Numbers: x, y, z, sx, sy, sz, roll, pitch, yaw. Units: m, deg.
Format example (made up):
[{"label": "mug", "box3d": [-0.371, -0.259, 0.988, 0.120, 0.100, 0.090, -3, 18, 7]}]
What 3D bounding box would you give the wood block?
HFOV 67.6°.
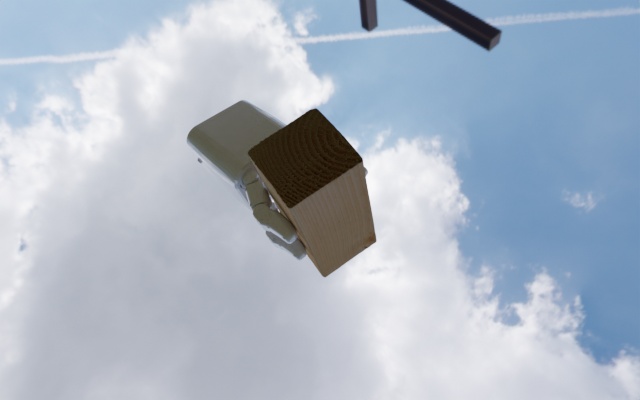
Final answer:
[{"label": "wood block", "box3d": [0.000, 0.001, 0.570, 0.091, 0.090, 0.206, -35, -28, -8]}]
